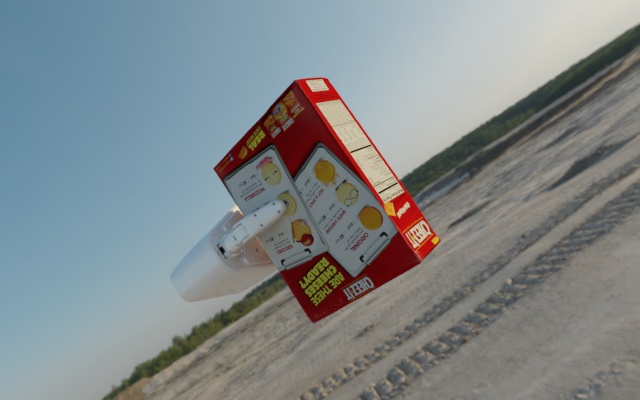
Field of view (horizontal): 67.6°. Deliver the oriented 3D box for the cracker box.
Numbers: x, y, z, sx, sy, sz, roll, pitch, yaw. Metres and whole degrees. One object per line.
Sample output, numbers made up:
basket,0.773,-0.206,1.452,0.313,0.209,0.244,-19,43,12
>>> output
cracker box,0.000,0.002,0.520,0.164,0.213,0.072,-38,-7,37
